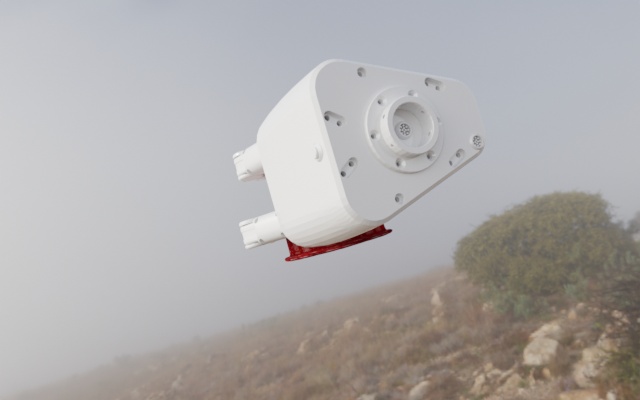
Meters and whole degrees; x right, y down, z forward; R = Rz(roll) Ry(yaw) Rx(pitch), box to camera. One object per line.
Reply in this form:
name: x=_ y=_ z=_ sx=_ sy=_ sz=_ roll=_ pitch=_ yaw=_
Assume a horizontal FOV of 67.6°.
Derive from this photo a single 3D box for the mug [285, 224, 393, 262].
mug: x=0.000 y=0.001 z=0.413 sx=0.093 sy=0.081 sz=0.117 roll=-14 pitch=-3 yaw=-23
